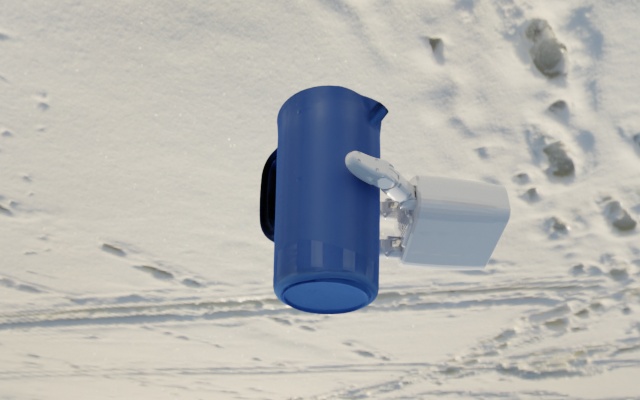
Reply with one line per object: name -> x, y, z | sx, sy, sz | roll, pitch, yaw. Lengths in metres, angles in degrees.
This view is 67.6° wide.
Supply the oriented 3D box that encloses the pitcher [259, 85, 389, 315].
pitcher -> 0.000, 0.002, 0.551 | 0.145, 0.242, 0.149 | 6, -33, -6
